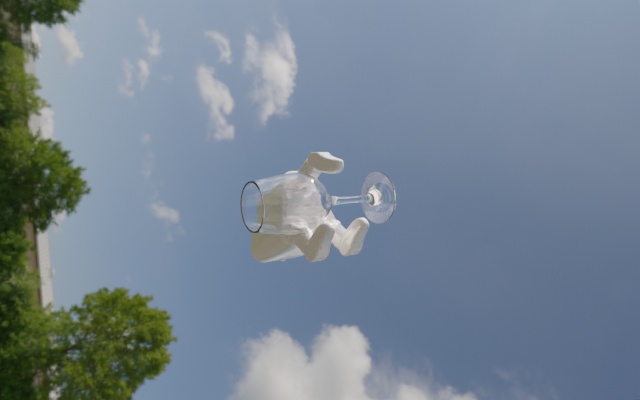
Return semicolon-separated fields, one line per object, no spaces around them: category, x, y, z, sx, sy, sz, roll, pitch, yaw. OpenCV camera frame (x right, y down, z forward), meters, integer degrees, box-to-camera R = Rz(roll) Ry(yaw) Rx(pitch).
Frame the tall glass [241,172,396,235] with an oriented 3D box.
tall glass;0.001;0.002;0.621;0.201;0.079;0.079;-4;2;-35
